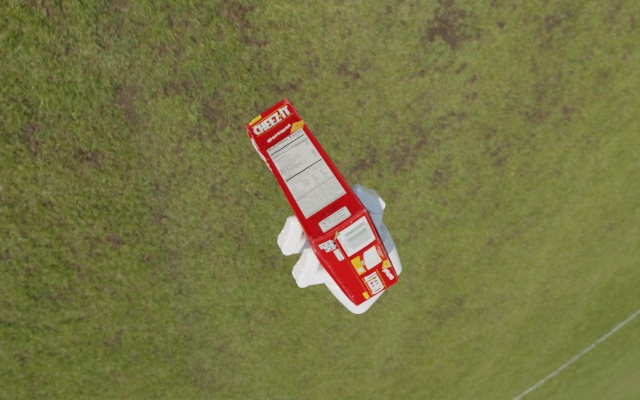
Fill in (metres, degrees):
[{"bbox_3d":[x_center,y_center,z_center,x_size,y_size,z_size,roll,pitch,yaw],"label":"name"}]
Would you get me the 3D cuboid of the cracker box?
[{"bbox_3d":[0.000,0.002,0.585,0.072,0.213,0.164,-32,-40,-1],"label":"cracker box"}]
